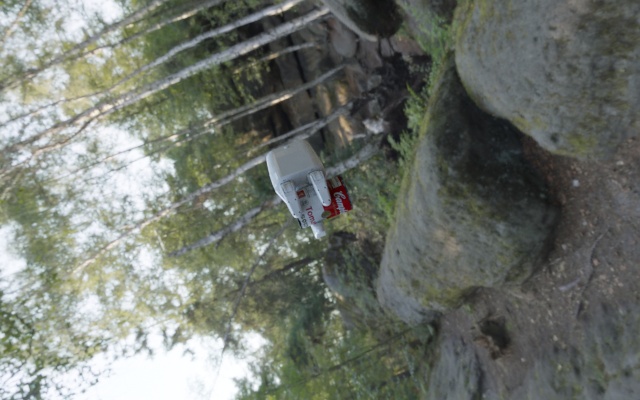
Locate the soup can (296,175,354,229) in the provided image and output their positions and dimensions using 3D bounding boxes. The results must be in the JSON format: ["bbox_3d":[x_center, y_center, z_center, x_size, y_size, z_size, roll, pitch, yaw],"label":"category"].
[{"bbox_3d":[0.000,0.003,0.864,0.102,0.068,0.068,-21,1,-3],"label":"soup can"}]
